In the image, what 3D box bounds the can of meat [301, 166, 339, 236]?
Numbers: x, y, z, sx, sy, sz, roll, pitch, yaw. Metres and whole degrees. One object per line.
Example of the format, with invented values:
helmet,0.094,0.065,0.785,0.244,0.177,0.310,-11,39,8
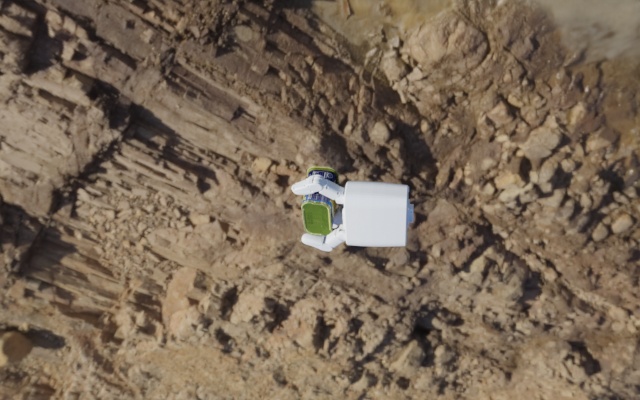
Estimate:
can of meat,0.000,0.003,0.862,0.057,0.084,0.102,4,-38,8
